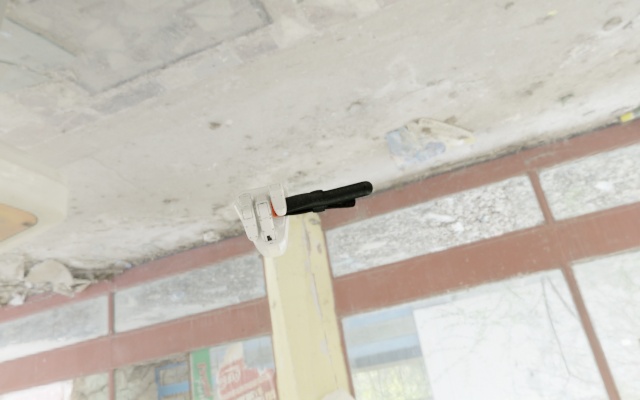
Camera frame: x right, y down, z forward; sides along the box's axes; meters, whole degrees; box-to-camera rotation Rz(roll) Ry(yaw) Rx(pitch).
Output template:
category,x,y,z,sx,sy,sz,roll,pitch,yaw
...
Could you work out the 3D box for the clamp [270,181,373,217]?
category,x,y,z,sx,sy,sz,roll,pitch,yaw
clamp,0.000,0.003,0.831,0.171,0.039,0.120,-9,-16,-5
